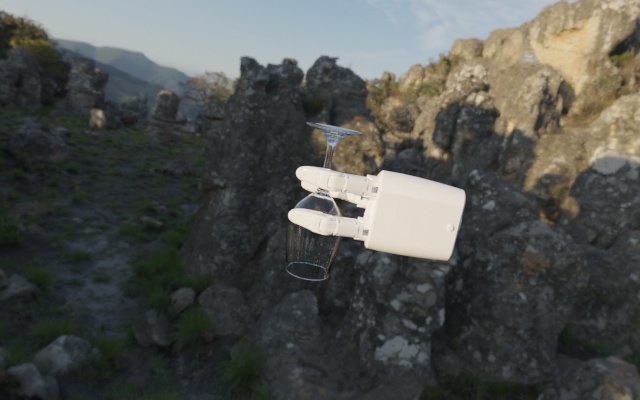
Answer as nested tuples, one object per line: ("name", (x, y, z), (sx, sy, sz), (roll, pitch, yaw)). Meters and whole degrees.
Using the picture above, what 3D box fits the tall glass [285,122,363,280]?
("tall glass", (0.000, 0.001, 0.637), (0.079, 0.201, 0.079), (11, 12, -2))
